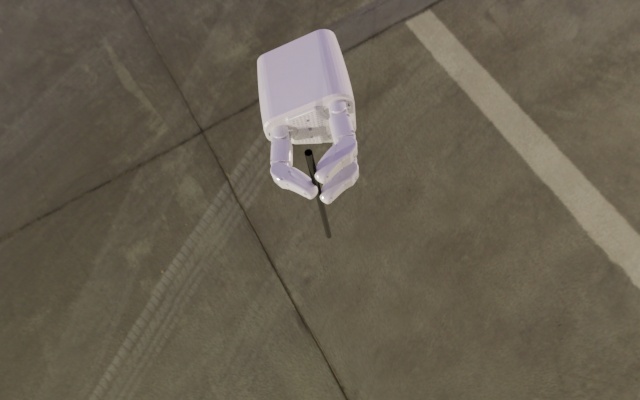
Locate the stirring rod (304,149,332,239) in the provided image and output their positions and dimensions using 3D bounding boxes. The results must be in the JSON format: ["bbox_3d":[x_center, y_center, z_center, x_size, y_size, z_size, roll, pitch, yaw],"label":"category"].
[{"bbox_3d":[0.000,0.002,0.581,0.011,0.011,0.240,0,-24,6],"label":"stirring rod"}]
